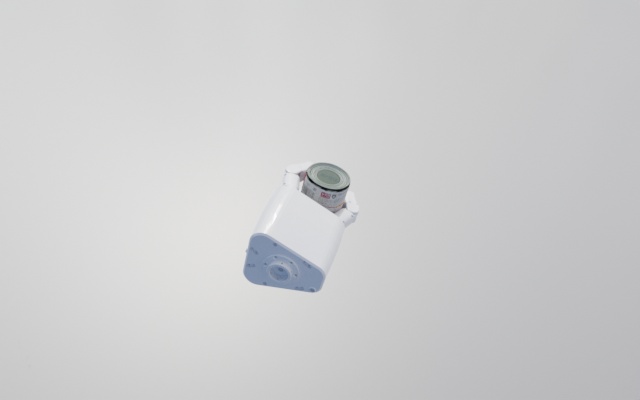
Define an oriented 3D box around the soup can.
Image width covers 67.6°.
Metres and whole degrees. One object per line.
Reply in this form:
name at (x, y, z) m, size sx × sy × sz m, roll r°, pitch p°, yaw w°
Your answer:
soup can at (0.000, 0.002, 0.718) m, size 0.068 × 0.102 × 0.068 m, roll 11°, pitch 37°, yaw -8°
